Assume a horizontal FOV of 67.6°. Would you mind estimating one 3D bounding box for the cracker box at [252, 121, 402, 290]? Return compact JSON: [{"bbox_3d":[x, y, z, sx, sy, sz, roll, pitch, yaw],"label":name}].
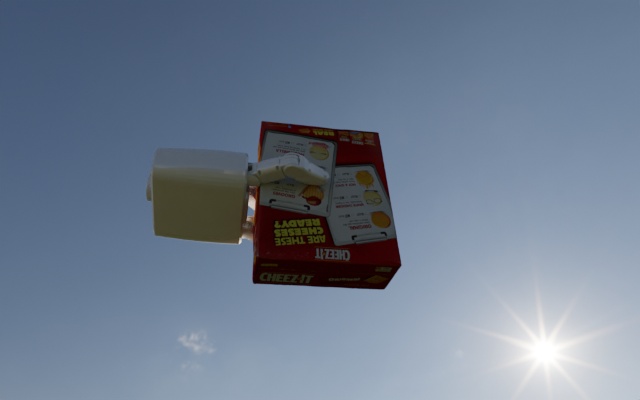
[{"bbox_3d":[0.000,0.002,0.603,0.164,0.213,0.072,4,-38,-10],"label":"cracker box"}]
